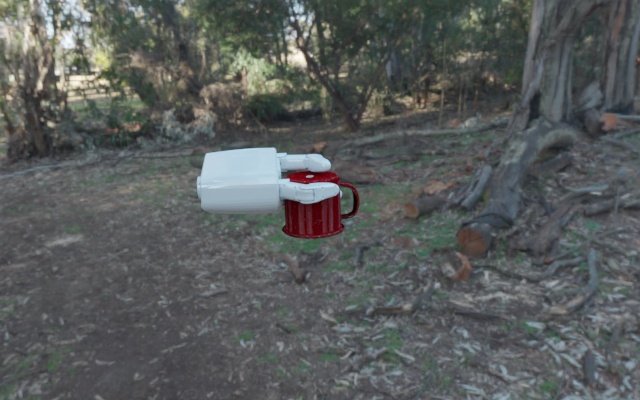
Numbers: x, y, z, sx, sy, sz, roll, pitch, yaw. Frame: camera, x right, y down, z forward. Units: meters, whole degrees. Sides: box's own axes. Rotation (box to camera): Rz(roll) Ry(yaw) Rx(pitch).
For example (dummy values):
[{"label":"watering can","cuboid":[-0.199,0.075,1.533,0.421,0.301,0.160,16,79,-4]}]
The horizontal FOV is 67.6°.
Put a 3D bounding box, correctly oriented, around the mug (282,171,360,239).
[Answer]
[{"label":"mug","cuboid":[0.002,0.002,0.700,0.117,0.081,0.093,-4,14,-7]}]
